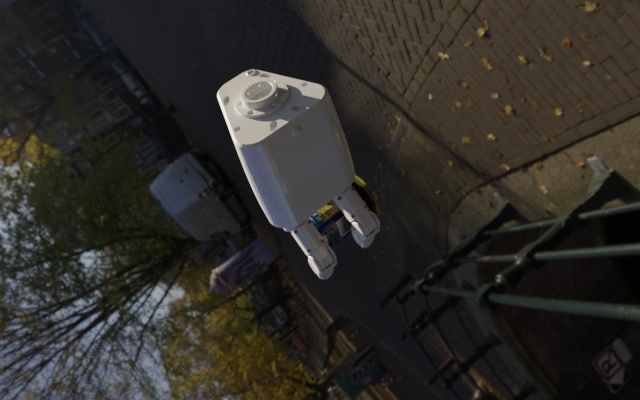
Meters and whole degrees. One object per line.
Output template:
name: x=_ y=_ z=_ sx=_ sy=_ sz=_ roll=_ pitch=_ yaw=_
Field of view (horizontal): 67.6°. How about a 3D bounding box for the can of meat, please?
can of meat: x=0.000 y=0.002 z=0.528 sx=0.084 sy=0.057 sz=0.102 roll=-37 pitch=53 yaw=-15
